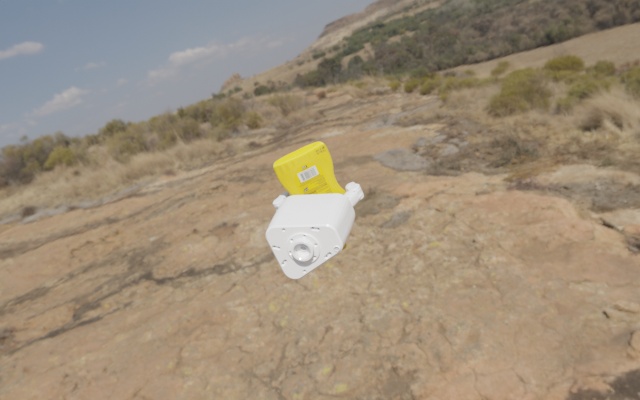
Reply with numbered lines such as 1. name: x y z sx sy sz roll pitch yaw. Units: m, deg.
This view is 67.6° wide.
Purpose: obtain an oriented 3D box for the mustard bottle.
1. mustard bottle: 0.000 0.002 0.823 0.096 0.192 0.058 -26 17 -3
